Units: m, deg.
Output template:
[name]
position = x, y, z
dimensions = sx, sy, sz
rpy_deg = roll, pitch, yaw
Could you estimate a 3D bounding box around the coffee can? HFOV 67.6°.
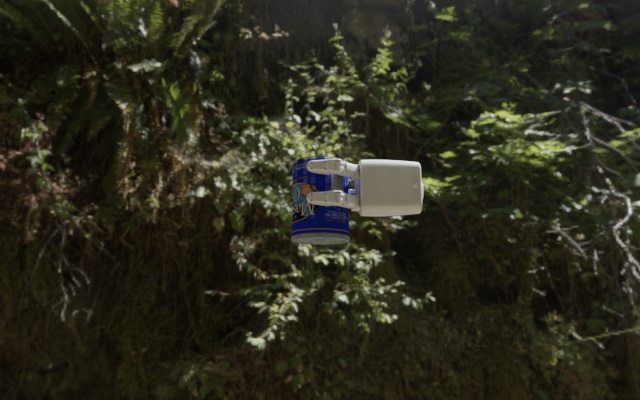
[coffee can]
position = 0.000, 0.003, 0.848
dimensions = 0.103, 0.140, 0.103
rpy_deg = 0, -12, 0
